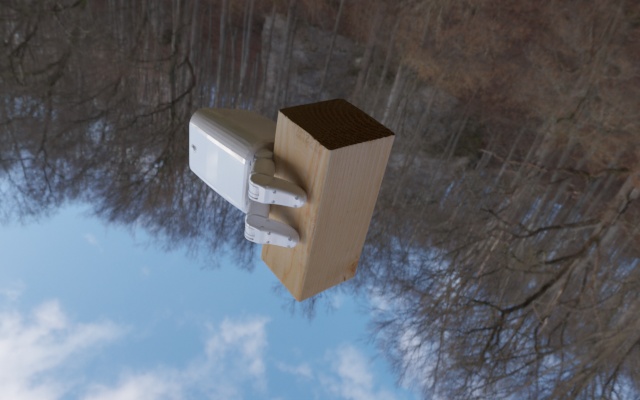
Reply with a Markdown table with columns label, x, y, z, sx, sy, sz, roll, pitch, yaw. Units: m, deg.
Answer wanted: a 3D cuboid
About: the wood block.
| label | x | y | z | sx | sy | sz | roll | pitch | yaw |
| --- | --- | --- | --- | --- | --- | --- | --- | --- | --- |
| wood block | 0.000 | 0.002 | 0.543 | 0.091 | 0.206 | 0.090 | -19 | 46 | -35 |
